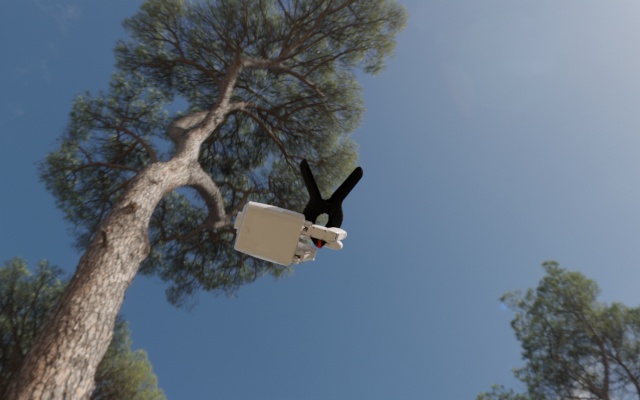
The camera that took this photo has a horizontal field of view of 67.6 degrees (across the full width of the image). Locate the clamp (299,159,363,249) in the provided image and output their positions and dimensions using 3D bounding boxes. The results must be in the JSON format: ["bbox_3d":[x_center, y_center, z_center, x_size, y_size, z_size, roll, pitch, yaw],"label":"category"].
[{"bbox_3d":[0.000,0.003,0.895,0.120,0.171,0.039,17,10,-11],"label":"clamp"}]
